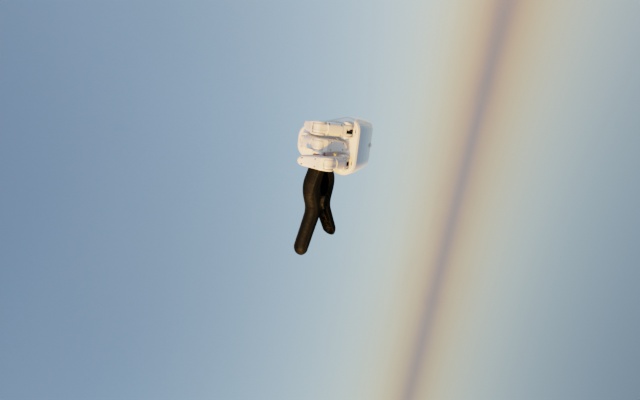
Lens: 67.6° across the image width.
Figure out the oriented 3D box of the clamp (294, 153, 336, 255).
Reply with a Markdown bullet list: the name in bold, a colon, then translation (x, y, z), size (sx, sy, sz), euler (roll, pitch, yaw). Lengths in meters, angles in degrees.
- **clamp**: translation (0.000, 0.002, 0.833), size (0.039, 0.171, 0.120), euler (15, 14, 21)
